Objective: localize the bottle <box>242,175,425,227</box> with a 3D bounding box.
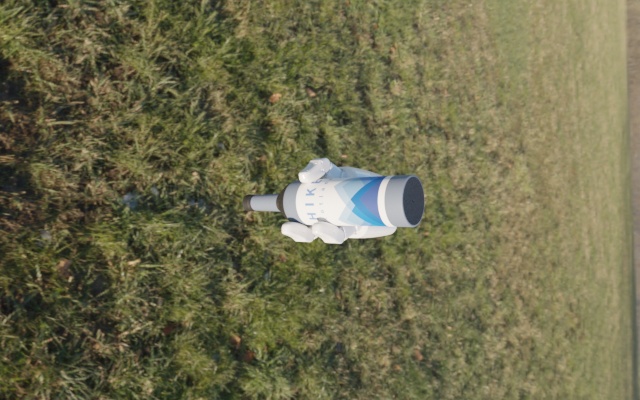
[{"bbox_3d":[0.000,0.002,0.691,0.296,0.069,0.069,-1,-1,37],"label":"bottle"}]
